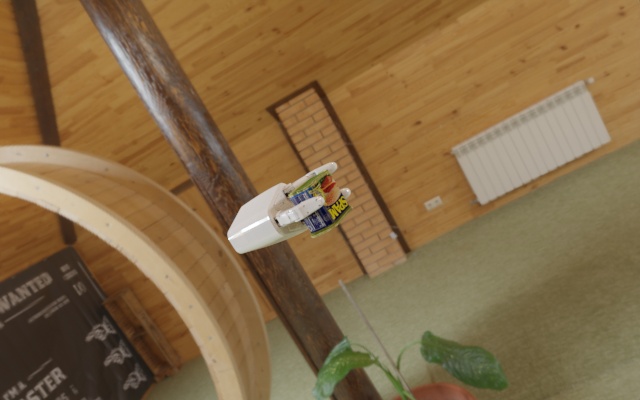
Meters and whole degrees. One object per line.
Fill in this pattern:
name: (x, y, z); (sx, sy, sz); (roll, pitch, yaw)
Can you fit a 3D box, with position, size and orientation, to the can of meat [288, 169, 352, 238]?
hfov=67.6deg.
can of meat: (0.000, 0.002, 0.826); (0.057, 0.084, 0.102); (-26, 9, 32)
